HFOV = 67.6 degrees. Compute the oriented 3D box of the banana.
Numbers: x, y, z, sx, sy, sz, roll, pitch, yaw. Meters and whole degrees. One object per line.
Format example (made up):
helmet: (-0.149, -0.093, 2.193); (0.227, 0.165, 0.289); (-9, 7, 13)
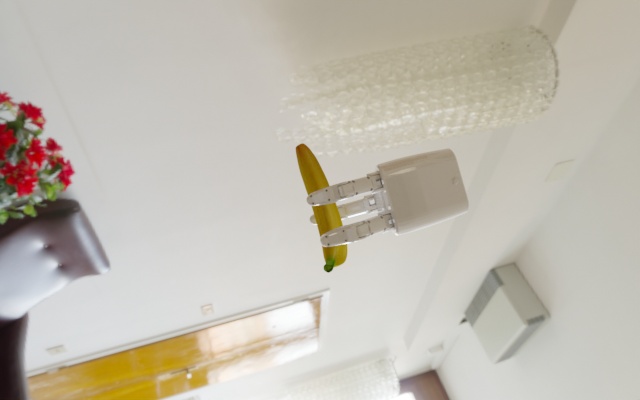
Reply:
banana: (0.005, 0.012, 0.671); (0.037, 0.197, 0.070); (-18, -26, 5)
